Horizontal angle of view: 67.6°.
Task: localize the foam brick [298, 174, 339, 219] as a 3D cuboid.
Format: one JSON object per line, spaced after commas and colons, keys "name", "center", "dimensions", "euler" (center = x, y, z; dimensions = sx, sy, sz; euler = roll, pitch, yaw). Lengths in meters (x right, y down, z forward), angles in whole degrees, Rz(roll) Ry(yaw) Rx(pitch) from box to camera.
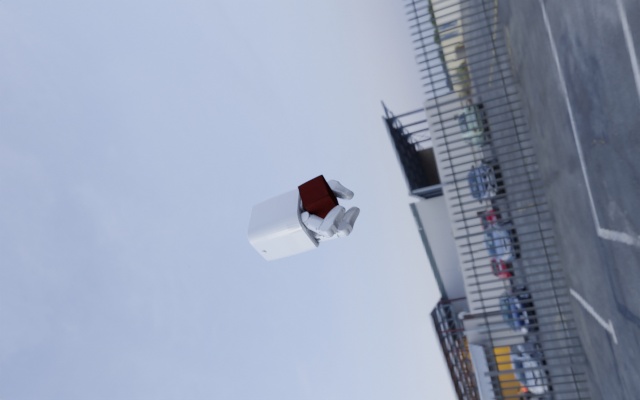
{"name": "foam brick", "center": [0.000, 0.003, 0.861], "dimensions": [0.051, 0.053, 0.078], "euler": [-24, -41, 9]}
